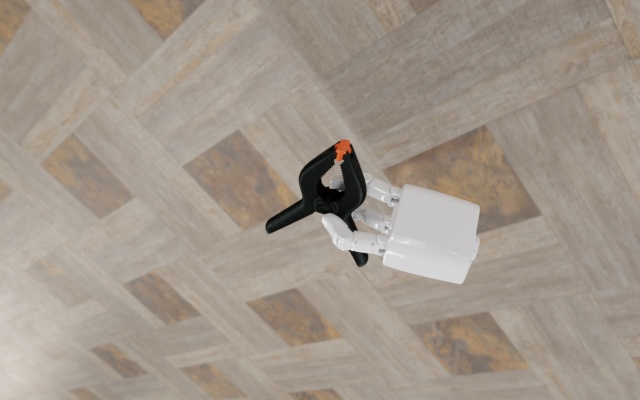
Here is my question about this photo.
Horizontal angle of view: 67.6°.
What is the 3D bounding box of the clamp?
[{"bbox_3d":[0.000,0.002,0.670,0.164,0.210,0.036,14,43,9],"label":"clamp"}]
